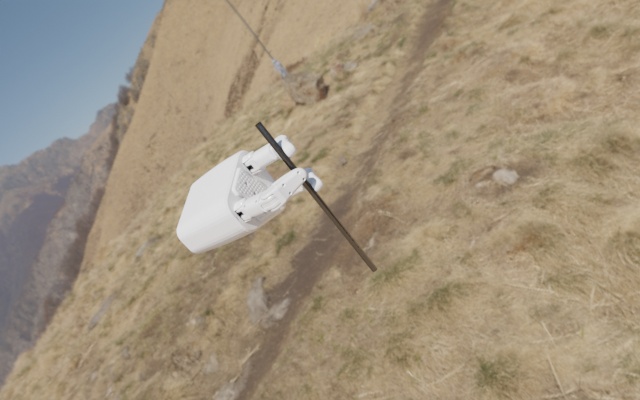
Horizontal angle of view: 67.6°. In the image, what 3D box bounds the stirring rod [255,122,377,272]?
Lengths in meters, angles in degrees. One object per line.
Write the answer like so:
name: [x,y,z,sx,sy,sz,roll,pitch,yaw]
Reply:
stirring rod: [0.000,0.002,0.578,0.011,0.239,0.011,-33,21,15]
